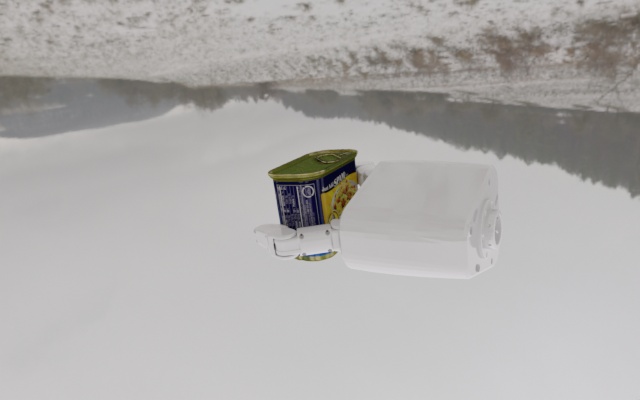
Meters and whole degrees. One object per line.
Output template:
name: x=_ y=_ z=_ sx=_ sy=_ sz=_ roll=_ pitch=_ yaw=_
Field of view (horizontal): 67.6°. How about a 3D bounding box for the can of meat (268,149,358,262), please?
can of meat: x=0.000 y=0.002 z=0.465 sx=0.057 sy=0.084 sz=0.102 roll=1 pitch=18 yaw=29
